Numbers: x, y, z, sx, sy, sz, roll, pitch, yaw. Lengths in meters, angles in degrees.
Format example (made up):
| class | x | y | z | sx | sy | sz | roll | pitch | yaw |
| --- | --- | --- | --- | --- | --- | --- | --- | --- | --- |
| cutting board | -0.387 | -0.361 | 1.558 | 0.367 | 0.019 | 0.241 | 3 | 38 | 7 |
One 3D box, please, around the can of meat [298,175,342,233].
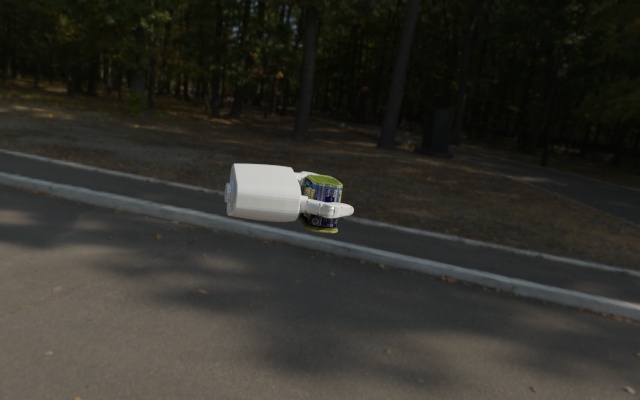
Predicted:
| class | x | y | z | sx | sy | sz | roll | pitch | yaw |
| --- | --- | --- | --- | --- | --- | --- | --- | --- | --- |
| can of meat | 0.000 | 0.002 | 0.842 | 0.057 | 0.084 | 0.102 | 6 | 11 | -14 |
